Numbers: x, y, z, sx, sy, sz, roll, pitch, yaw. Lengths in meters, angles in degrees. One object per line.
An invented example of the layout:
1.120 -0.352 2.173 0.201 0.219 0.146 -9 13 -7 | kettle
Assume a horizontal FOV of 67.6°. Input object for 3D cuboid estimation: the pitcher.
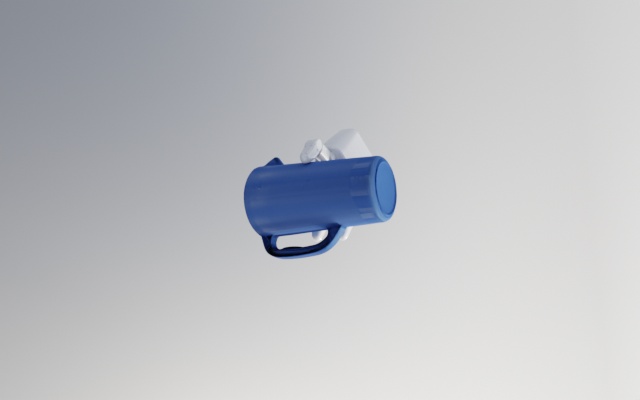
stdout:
0.000 0.003 0.815 0.243 0.149 0.145 -6 26 29 | pitcher
